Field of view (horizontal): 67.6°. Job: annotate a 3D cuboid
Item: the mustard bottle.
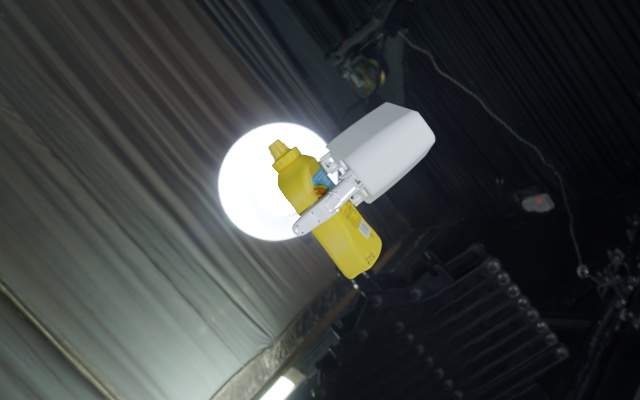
[{"bbox_3d":[0.000,0.002,0.605,0.058,0.191,0.096,-34,10,23],"label":"mustard bottle"}]
